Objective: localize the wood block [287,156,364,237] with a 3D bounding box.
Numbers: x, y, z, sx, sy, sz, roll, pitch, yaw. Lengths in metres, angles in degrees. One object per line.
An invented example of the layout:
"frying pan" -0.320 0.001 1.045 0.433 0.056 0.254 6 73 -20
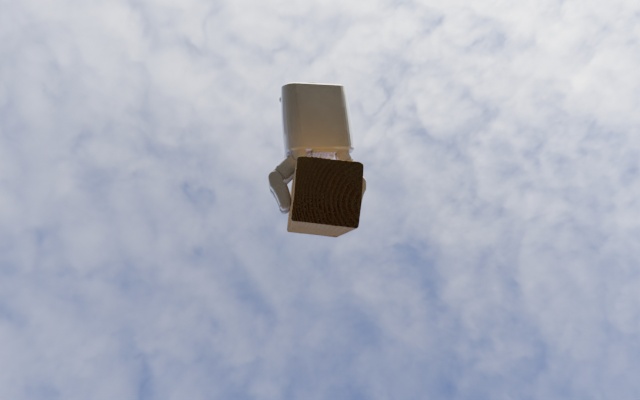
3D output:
"wood block" 0.000 0.002 0.721 0.091 0.090 0.206 6 -8 -4
